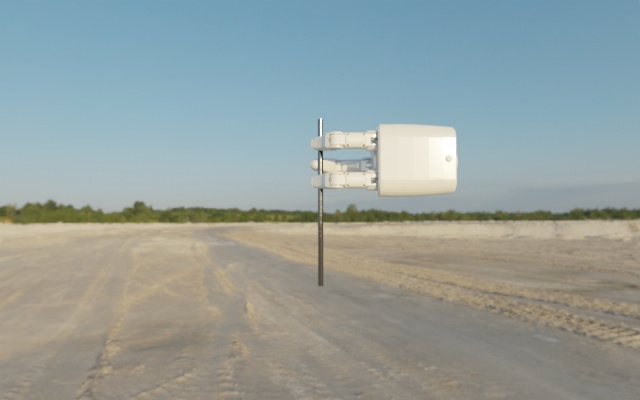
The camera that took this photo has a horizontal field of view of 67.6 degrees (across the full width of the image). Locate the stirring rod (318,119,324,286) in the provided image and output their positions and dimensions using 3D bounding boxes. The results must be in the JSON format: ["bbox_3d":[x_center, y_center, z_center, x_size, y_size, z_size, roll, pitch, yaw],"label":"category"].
[{"bbox_3d":[0.000,0.002,0.689,0.011,0.239,0.011,0,-2,0],"label":"stirring rod"}]
